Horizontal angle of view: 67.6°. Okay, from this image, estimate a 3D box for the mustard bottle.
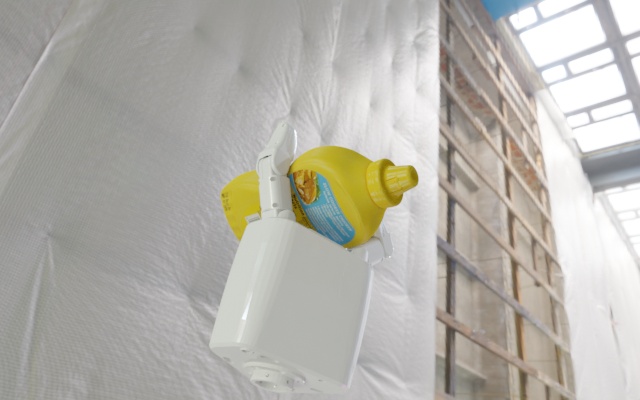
[{"bbox_3d":[0.000,0.001,0.436,0.191,0.096,0.058,-16,21,37],"label":"mustard bottle"}]
